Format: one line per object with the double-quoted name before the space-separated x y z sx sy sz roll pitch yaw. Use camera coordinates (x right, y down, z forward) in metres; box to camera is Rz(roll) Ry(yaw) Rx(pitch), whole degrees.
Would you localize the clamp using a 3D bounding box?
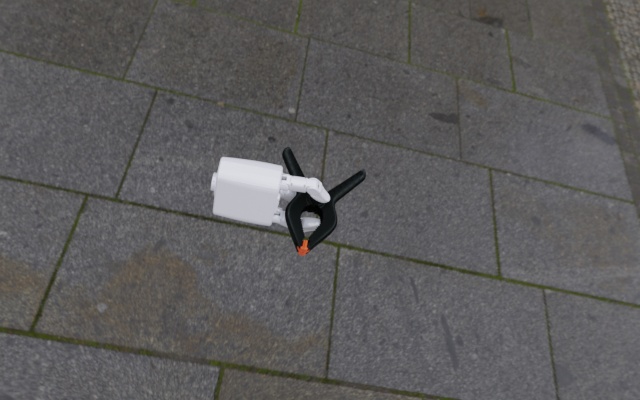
"clamp" 0.000 0.003 0.868 0.164 0.209 0.036 10 -31 -7
